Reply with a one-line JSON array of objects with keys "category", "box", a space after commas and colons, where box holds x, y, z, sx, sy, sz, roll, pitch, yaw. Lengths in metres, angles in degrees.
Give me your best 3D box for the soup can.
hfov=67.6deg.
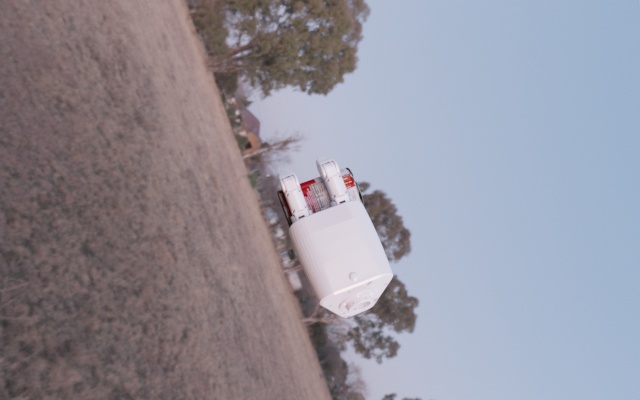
[{"category": "soup can", "box": [0.000, 0.002, 0.649, 0.102, 0.068, 0.068, -20, 2, -6]}]
